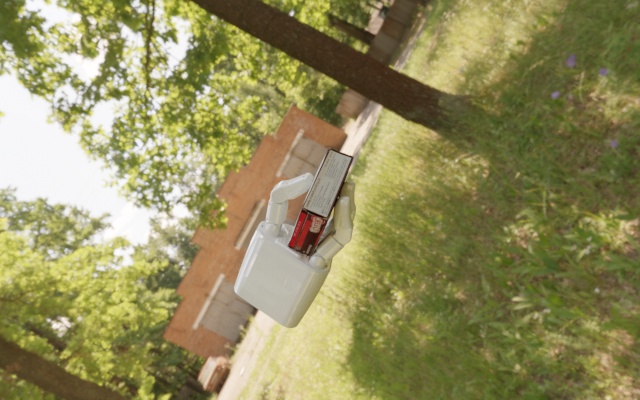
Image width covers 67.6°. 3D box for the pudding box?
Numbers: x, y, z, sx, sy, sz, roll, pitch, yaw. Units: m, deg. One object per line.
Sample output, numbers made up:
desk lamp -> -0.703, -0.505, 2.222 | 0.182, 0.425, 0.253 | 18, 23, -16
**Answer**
pudding box -> 0.000, 0.002, 0.610 | 0.039, 0.113, 0.090 | 22, -38, -2
